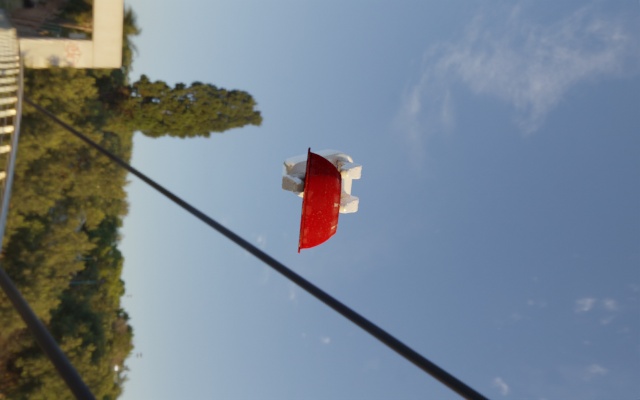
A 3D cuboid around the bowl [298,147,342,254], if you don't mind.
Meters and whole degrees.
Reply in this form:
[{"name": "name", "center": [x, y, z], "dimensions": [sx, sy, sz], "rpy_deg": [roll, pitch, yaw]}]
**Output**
[{"name": "bowl", "center": [0.001, 0.003, 0.722], "dimensions": [0.055, 0.162, 0.162], "rpy_deg": [6, 0, -1]}]
